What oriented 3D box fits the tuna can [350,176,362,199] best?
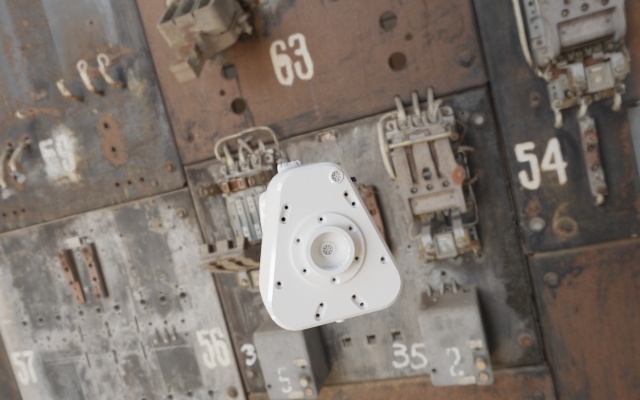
[{"bbox_3d":[0.000,0.001,0.498,0.086,0.034,0.086,-15,0,0],"label":"tuna can"}]
